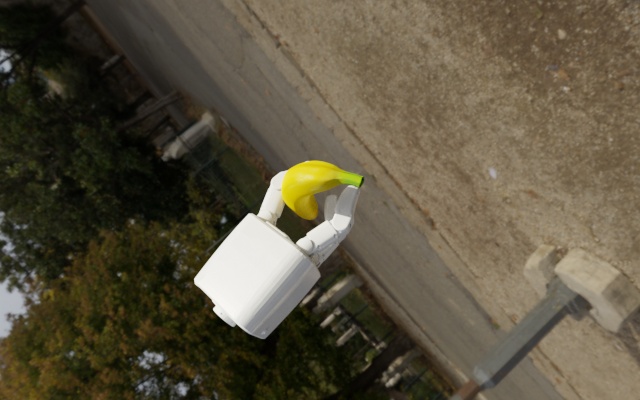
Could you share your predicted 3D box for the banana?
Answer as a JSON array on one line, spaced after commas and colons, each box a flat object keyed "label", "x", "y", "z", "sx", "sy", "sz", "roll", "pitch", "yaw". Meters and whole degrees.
[{"label": "banana", "x": -0.014, "y": -0.009, "z": 0.557, "sx": 0.069, "sy": 0.037, "sz": 0.198, "roll": 34, "pitch": -16, "yaw": -6}]
